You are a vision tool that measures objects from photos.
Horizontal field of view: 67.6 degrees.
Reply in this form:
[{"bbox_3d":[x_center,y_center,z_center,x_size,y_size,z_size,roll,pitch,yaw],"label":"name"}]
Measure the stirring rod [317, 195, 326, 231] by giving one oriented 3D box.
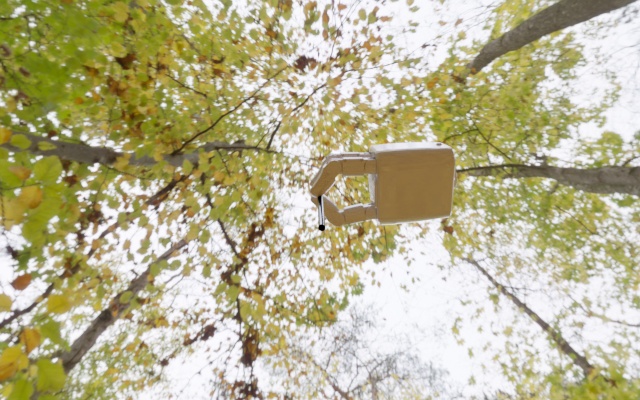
[{"bbox_3d":[0.000,0.002,0.627,0.011,0.011,0.239,0,13,-1],"label":"stirring rod"}]
